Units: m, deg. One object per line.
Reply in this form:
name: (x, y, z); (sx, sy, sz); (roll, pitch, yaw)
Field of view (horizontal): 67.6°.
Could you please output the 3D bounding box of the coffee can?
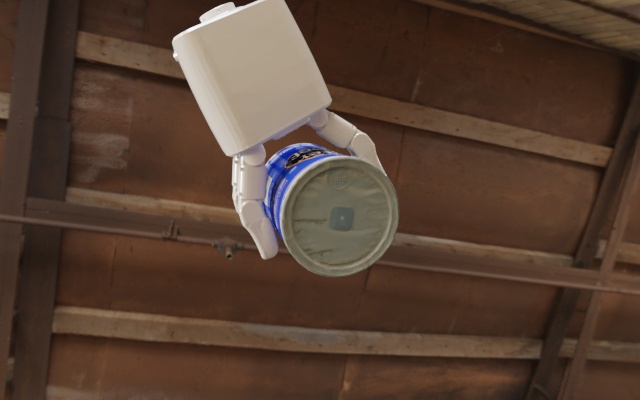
coffee can: (0.000, 0.002, 0.459); (0.103, 0.103, 0.140); (0, 11, -16)
